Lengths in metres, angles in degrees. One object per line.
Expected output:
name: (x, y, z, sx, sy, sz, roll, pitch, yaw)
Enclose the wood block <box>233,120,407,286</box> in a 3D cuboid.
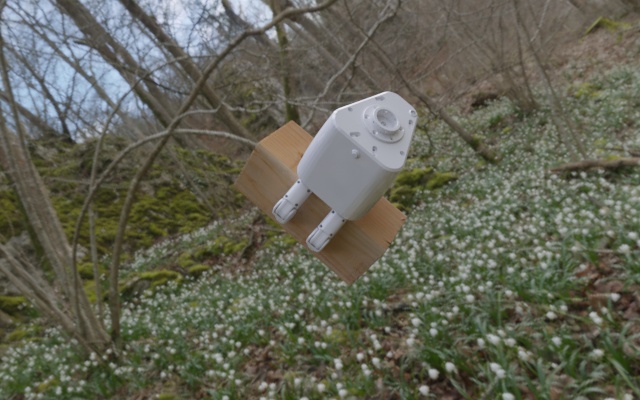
wood block: (0.000, 0.002, 0.642, 0.090, 0.206, 0.090, -52, -4, 41)
